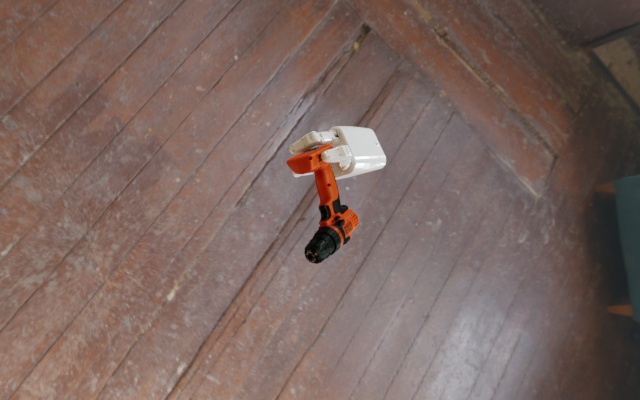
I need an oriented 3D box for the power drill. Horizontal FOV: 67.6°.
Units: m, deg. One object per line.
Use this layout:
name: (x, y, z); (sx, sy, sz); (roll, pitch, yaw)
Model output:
power drill: (0.000, 0.002, 0.867); (0.057, 0.188, 0.184); (-10, 15, 27)
